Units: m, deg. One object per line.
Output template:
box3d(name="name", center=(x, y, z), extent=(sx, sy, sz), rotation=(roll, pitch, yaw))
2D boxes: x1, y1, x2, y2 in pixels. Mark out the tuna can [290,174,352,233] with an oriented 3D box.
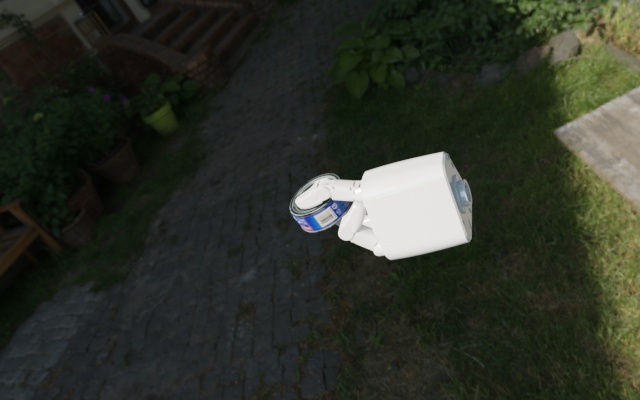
box3d(name="tuna can", center=(0.000, 0.002, 0.666), extent=(0.086, 0.086, 0.034), rotation=(0, -44, 46))
